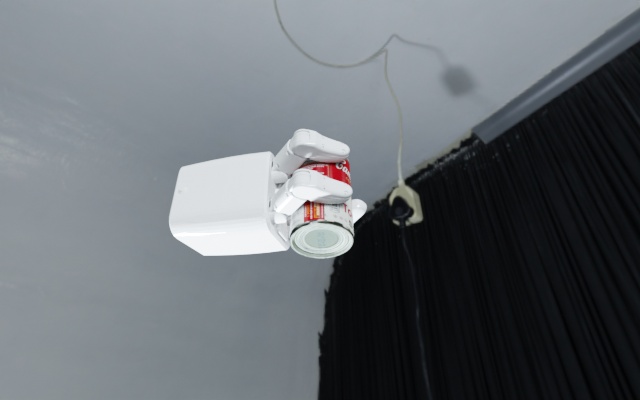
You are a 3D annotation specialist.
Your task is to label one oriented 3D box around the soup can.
[{"bbox_3d":[0.001,0.002,0.512,0.068,0.102,0.069,-1,-38,-1],"label":"soup can"}]
